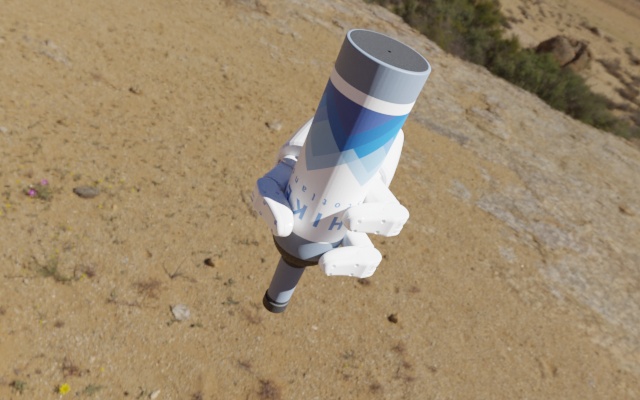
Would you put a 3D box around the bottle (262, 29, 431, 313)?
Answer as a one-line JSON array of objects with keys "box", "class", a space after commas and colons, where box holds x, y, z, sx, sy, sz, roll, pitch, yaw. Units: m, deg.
[{"box": [0.000, 0.001, 0.428, 0.069, 0.296, 0.069, 16, 36, -12], "class": "bottle"}]
